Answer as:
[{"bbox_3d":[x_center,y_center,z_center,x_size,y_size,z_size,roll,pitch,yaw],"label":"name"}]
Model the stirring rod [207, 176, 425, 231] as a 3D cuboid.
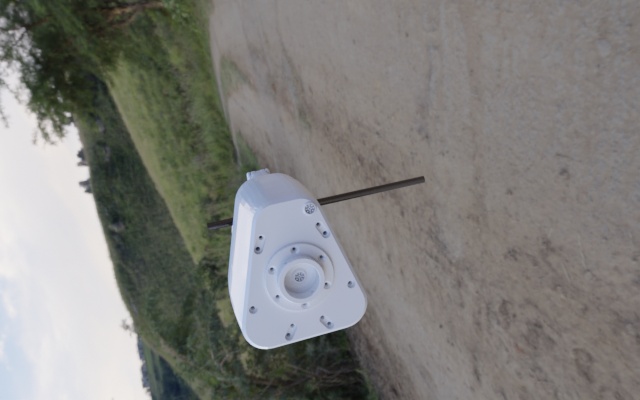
[{"bbox_3d":[0.000,0.002,0.511,0.239,0.011,0.011,-12,2,-11],"label":"stirring rod"}]
